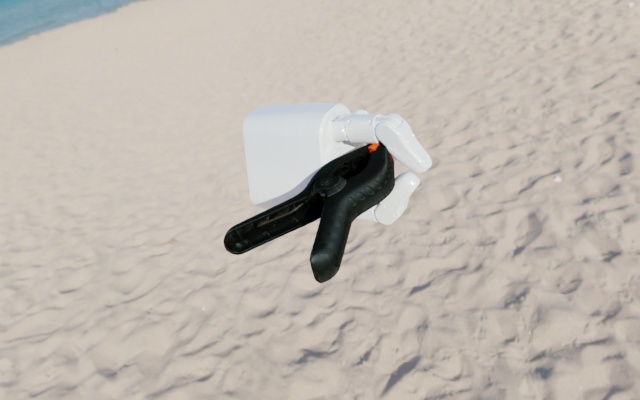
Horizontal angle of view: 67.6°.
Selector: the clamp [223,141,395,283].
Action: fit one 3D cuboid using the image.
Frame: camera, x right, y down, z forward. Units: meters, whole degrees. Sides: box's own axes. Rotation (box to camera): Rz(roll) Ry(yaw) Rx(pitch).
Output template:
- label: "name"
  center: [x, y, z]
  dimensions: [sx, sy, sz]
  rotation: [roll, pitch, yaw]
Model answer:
- label: "clamp"
  center: [0.000, 0.001, 0.407]
  dimensions: [0.120, 0.039, 0.171]
  rotation: [8, 37, 34]
